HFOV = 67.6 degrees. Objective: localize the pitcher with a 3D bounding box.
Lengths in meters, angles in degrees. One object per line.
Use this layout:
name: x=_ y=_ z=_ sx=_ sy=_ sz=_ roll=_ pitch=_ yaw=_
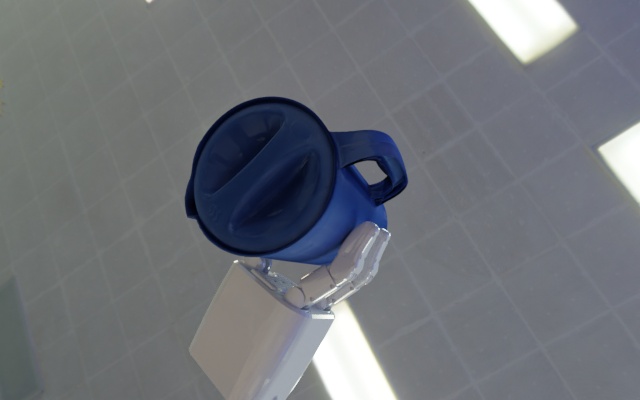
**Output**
pitcher: x=0.000 y=0.002 z=0.480 sx=0.149 sy=0.145 sz=0.243 roll=28 pitch=-1 yaw=25
